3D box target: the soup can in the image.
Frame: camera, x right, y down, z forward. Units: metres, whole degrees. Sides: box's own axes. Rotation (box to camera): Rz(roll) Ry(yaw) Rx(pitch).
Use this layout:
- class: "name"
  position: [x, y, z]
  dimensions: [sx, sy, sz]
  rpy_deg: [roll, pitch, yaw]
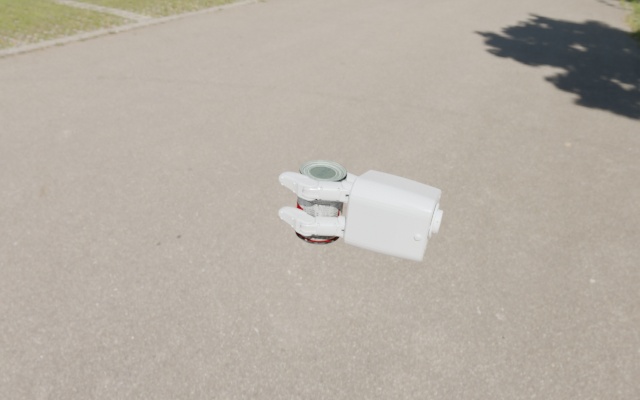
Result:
- class: "soup can"
  position: [0.000, 0.002, 0.675]
  dimensions: [0.068, 0.102, 0.068]
  rpy_deg: [4, 31, -2]
